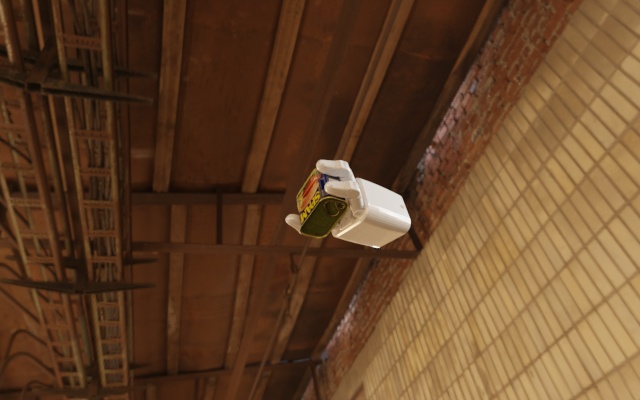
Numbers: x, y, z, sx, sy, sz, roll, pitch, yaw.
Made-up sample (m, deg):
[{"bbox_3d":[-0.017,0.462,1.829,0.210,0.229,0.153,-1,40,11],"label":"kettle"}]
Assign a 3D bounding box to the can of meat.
[{"bbox_3d":[0.000,0.003,0.849,0.057,0.083,0.102,16,-50,-26],"label":"can of meat"}]
